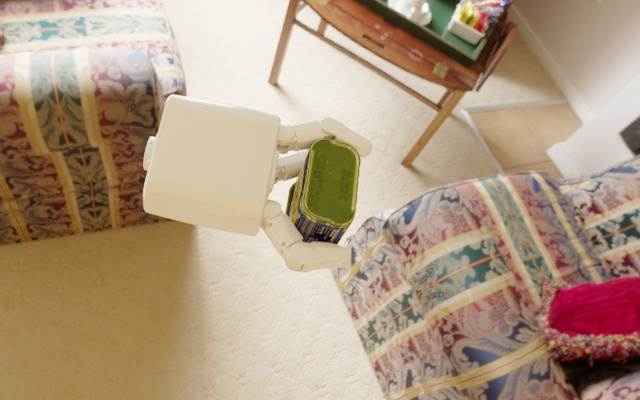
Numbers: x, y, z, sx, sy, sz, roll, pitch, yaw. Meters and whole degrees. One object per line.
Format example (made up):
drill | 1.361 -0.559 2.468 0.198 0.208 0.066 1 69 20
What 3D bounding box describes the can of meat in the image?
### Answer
can of meat | 0.000 0.001 0.475 0.057 0.102 0.084 14 -35 -9
